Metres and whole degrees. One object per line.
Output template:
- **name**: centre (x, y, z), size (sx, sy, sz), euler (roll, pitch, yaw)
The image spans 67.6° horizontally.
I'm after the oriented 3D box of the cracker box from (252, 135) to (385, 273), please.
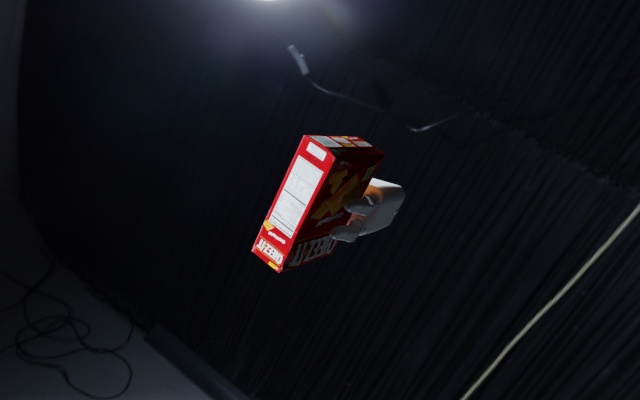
- **cracker box**: centre (0.000, 0.002, 0.778), size (0.072, 0.214, 0.164), euler (36, 24, 25)
